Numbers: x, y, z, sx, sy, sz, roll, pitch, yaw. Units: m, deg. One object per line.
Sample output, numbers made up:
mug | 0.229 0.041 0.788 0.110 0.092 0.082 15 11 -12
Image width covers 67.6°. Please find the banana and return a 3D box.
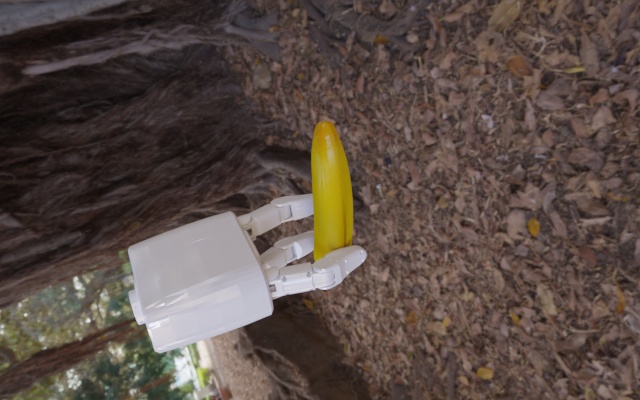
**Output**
banana | 0.007 0.017 0.475 0.037 0.069 0.198 -17 -39 -16
